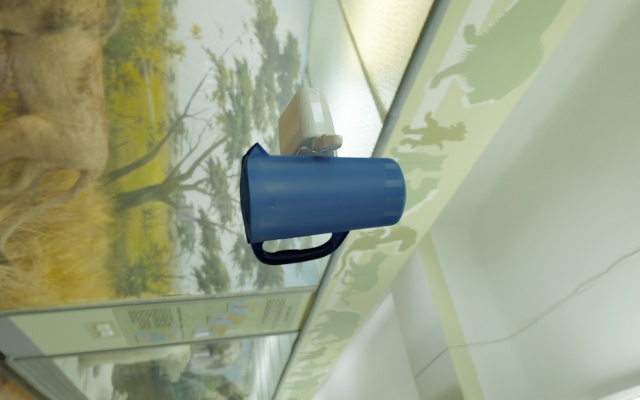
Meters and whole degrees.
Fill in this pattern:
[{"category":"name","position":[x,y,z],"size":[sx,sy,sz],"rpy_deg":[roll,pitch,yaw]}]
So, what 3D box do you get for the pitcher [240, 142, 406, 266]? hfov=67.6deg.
[{"category":"pitcher","position":[0.000,0.002,0.730],"size":[0.243,0.145,0.149],"rpy_deg":[-3,-31,-14]}]
